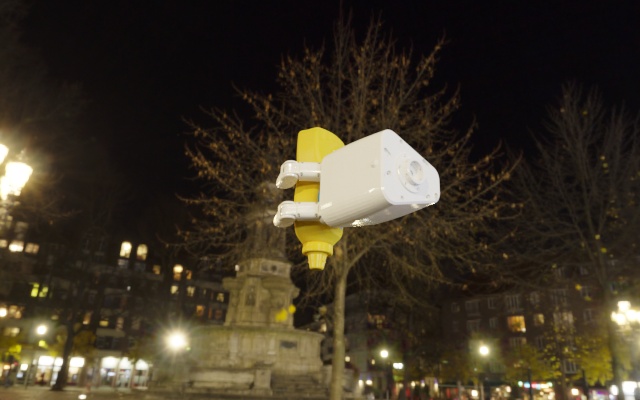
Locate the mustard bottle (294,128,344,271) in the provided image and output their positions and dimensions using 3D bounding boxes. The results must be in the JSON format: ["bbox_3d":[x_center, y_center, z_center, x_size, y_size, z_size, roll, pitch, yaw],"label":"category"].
[{"bbox_3d":[0.000,0.002,0.668,0.058,0.191,0.096,-8,-23,25],"label":"mustard bottle"}]
